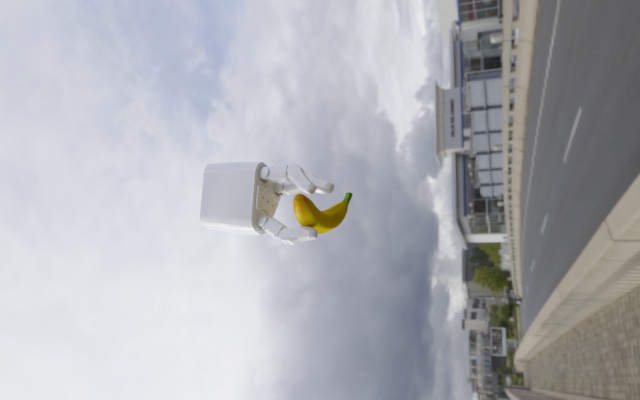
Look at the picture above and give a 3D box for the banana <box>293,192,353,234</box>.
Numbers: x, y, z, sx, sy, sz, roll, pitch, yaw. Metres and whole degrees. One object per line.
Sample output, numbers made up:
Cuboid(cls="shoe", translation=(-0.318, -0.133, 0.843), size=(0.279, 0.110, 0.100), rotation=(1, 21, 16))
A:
Cuboid(cls="banana", translation=(0.000, 0.021, 0.782), size=(0.037, 0.069, 0.198), rotation=(7, 5, 24))
